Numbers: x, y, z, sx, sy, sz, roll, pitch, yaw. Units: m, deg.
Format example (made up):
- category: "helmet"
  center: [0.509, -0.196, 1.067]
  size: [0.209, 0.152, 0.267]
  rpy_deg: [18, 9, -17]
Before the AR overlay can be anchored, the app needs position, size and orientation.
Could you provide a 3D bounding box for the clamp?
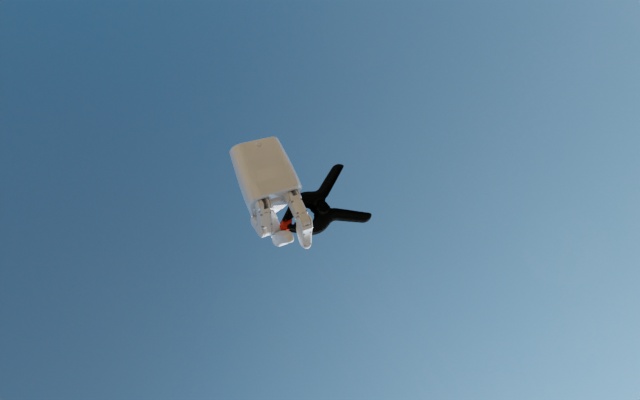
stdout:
- category: "clamp"
  center: [0.000, 0.003, 0.862]
  size: [0.171, 0.120, 0.039]
  rpy_deg: [-16, -18, -26]
